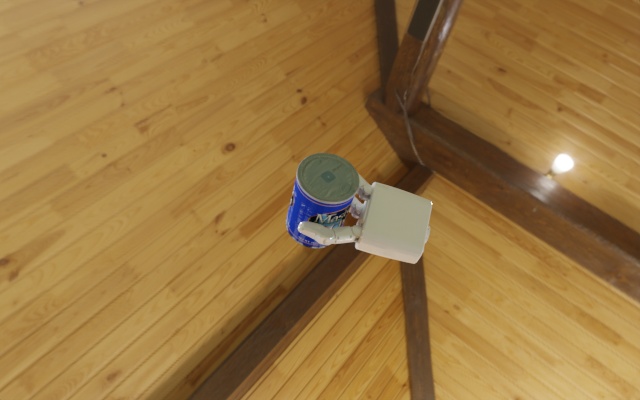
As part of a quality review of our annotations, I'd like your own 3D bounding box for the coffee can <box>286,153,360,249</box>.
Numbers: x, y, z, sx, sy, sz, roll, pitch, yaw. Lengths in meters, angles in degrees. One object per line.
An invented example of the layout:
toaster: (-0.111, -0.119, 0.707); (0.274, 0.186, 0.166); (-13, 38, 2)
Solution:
coffee can: (0.000, 0.003, 0.818); (0.103, 0.102, 0.140); (0, -37, -13)
